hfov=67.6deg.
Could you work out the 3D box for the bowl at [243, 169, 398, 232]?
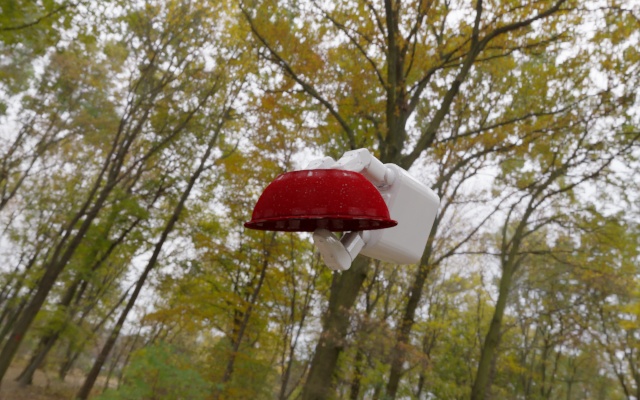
[{"bbox_3d":[-0.001,0.001,0.506,0.162,0.055,0.162,-1,-7,0],"label":"bowl"}]
